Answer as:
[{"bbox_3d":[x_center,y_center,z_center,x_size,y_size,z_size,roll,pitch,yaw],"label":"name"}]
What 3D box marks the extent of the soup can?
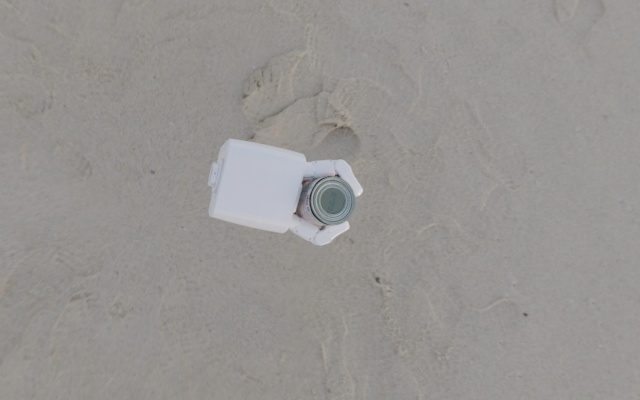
[{"bbox_3d":[0.001,0.002,0.680,0.068,0.068,0.102,0,-2,-20],"label":"soup can"}]
